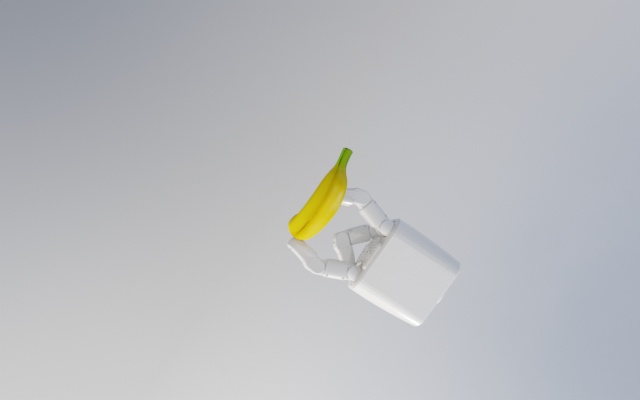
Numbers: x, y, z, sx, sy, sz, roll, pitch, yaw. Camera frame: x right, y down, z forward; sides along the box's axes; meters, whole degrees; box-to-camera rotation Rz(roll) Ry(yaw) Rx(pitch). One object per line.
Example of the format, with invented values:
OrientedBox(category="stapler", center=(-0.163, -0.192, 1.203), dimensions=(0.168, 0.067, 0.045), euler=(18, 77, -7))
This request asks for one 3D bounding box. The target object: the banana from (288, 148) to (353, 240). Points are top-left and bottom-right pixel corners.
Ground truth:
OrientedBox(category="banana", center=(-0.006, 0.014, 0.600), dimensions=(0.037, 0.069, 0.198), euler=(33, -35, -5))
